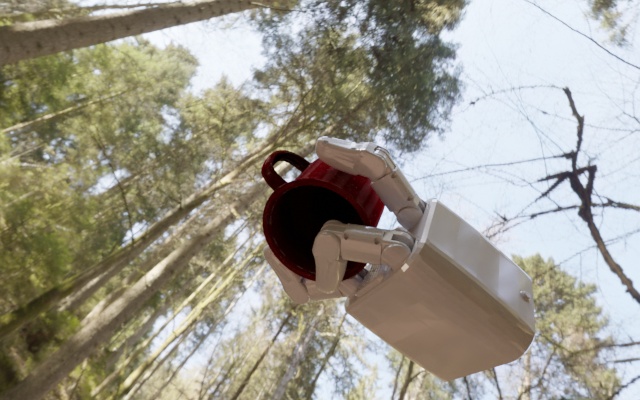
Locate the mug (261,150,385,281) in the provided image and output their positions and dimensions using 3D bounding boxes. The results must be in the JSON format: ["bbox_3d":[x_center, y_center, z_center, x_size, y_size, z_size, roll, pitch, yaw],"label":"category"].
[{"bbox_3d":[-0.001,0.000,0.408,0.093,0.117,0.081,-49,2,32],"label":"mug"}]
